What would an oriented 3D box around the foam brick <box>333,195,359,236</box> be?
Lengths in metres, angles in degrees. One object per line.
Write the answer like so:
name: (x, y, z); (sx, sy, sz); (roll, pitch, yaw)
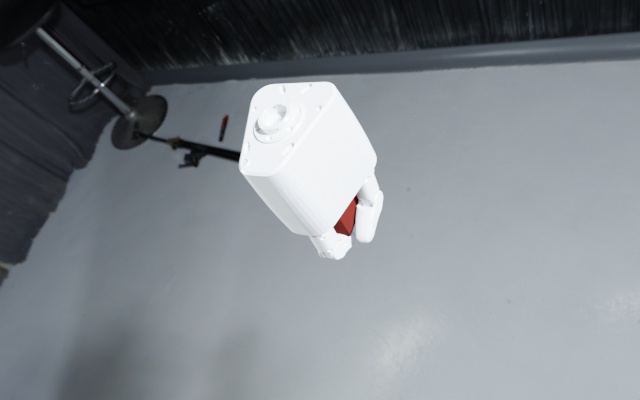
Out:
foam brick: (0.000, 0.002, 0.538); (0.078, 0.053, 0.051); (5, -30, 30)
